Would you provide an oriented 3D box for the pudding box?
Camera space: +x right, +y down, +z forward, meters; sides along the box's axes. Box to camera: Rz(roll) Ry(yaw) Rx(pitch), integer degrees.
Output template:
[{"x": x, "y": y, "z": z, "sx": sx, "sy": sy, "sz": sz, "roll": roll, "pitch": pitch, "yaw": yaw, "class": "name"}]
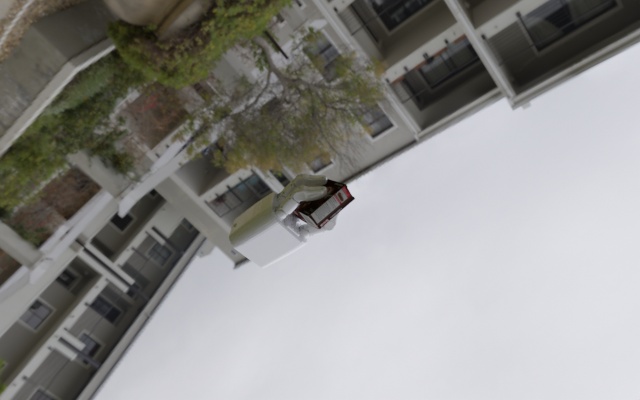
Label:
[{"x": 0.000, "y": 0.003, "z": 0.881, "sx": 0.090, "sy": 0.039, "sz": 0.113, "roll": -41, "pitch": 23, "yaw": -11, "class": "pudding box"}]
